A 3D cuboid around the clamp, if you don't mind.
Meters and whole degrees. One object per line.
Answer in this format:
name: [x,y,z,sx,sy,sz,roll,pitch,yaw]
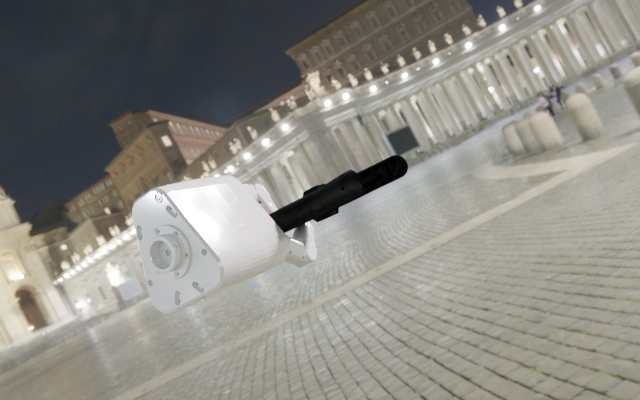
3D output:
clamp: [0.000,0.001,0.489,0.171,0.039,0.120,-29,-10,25]
